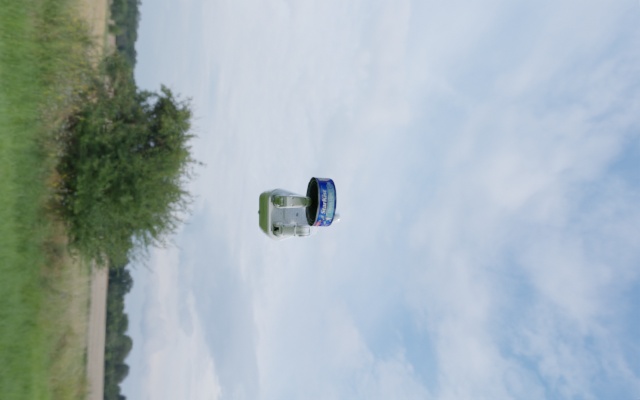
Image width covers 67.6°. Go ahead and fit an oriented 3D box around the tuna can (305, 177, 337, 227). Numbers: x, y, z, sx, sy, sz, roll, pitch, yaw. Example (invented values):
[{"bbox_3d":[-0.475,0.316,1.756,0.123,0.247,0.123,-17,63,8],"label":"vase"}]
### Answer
[{"bbox_3d":[0.001,0.003,0.826,0.034,0.086,0.086,3,-1,-16],"label":"tuna can"}]
